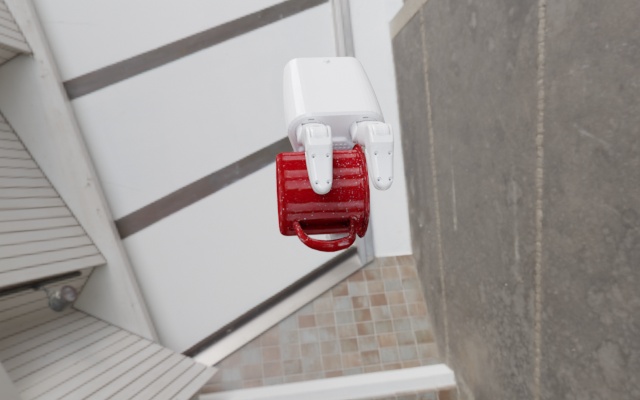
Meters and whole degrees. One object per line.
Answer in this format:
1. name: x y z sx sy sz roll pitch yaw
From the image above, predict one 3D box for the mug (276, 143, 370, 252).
1. mug: 0.000 0.003 0.458 0.081 0.117 0.093 -3 -41 -7
